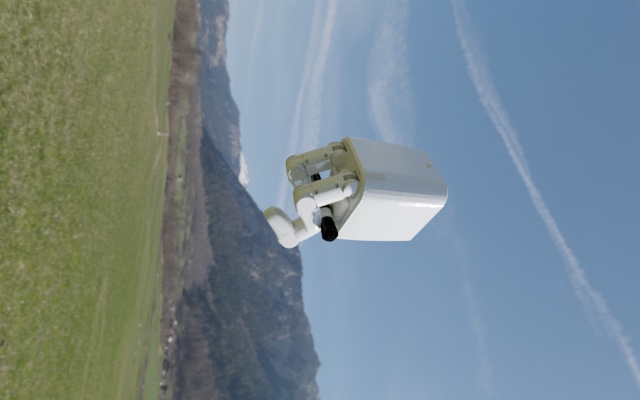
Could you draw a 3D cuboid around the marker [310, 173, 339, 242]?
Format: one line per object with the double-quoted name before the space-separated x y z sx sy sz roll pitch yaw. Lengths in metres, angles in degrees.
"marker" 0.000 0.002 0.553 0.020 0.020 0.121 0 41 -15
